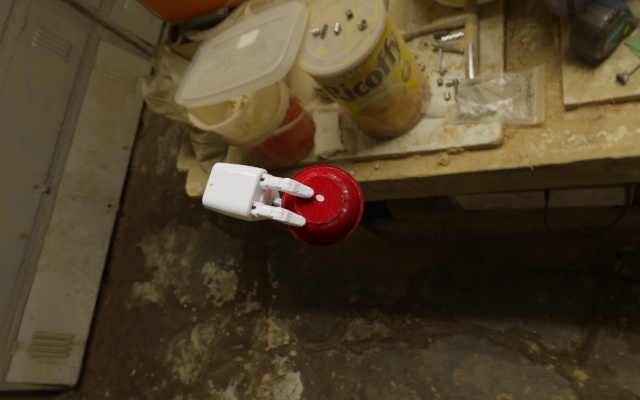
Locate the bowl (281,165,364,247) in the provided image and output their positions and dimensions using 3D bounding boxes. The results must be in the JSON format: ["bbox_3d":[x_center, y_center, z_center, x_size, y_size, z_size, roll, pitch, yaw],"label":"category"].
[{"bbox_3d":[0.001,0.003,0.897,0.162,0.162,0.055,0,-13,7],"label":"bowl"}]
